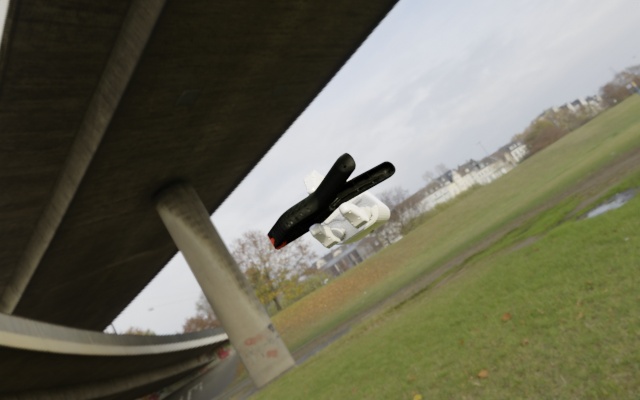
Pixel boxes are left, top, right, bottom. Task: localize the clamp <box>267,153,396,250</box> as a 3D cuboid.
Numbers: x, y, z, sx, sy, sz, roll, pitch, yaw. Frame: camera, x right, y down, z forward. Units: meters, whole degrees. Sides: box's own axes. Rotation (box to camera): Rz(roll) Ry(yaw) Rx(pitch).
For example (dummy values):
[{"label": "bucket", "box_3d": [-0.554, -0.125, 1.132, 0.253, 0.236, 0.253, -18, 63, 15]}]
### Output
[{"label": "clamp", "box_3d": [-0.001, 0.002, 0.671, 0.210, 0.036, 0.164, -36, -17, 16]}]
